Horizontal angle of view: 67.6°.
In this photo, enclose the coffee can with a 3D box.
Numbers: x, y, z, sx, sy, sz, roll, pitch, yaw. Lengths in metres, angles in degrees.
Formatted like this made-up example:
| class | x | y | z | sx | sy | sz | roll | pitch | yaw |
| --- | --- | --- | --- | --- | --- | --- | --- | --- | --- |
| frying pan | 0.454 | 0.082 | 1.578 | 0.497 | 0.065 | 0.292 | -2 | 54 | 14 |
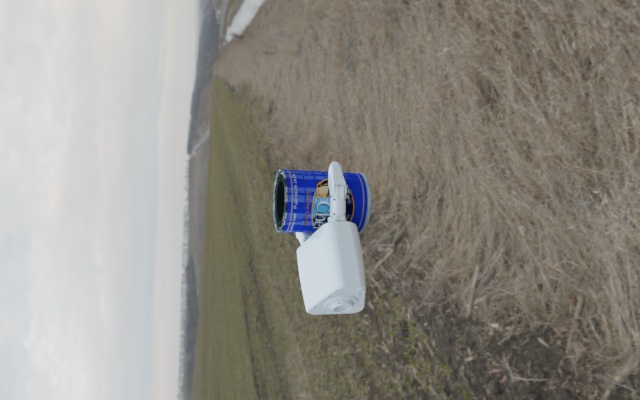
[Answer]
| class | x | y | z | sx | sy | sz | roll | pitch | yaw |
| --- | --- | --- | --- | --- | --- | --- | --- | --- | --- |
| coffee can | 0.000 | 0.002 | 0.782 | 0.140 | 0.103 | 0.103 | 2 | -1 | -16 |
